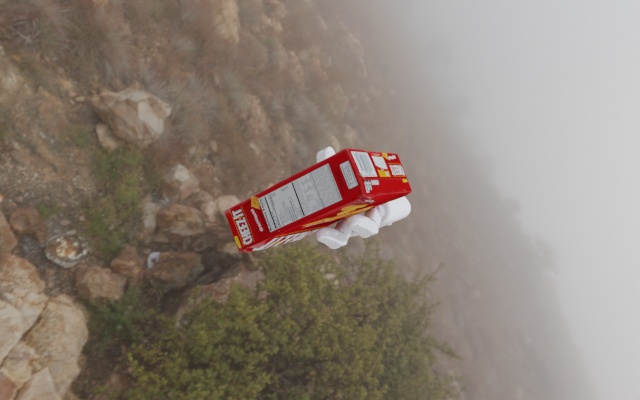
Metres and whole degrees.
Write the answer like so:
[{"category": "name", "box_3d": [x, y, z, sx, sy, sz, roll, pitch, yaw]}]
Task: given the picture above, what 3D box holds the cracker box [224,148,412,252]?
[{"category": "cracker box", "box_3d": [0.000, 0.002, 0.681, 0.214, 0.072, 0.164, -25, -10, 29]}]
